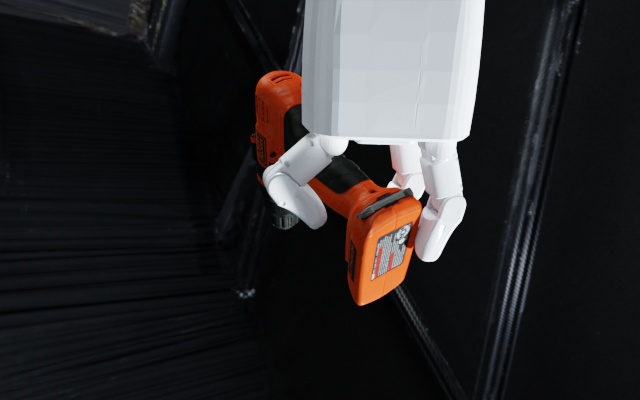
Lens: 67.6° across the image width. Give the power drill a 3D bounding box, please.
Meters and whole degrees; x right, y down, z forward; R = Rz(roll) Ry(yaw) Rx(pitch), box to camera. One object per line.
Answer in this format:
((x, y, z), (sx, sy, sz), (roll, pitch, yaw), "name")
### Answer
((0.000, 0.001, 0.430), (0.057, 0.185, 0.187), (-27, 52, -25), "power drill")
